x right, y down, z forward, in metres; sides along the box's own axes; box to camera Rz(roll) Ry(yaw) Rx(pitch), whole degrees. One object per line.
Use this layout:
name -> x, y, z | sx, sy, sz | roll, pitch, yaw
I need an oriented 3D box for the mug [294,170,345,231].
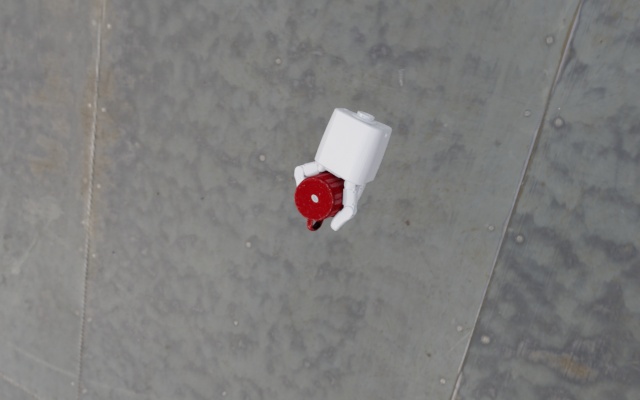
mug -> 0.000, 0.004, 0.891 | 0.093, 0.117, 0.081 | 26, 19, 20
